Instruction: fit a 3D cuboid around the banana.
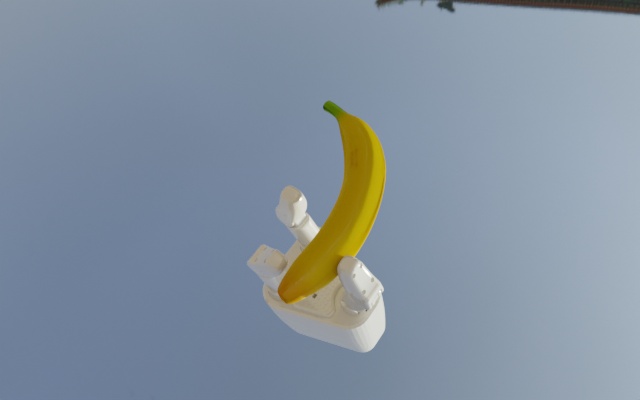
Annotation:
[{"bbox_3d":[0.019,0.000,0.418,0.069,0.197,0.037,6,-28,14],"label":"banana"}]
